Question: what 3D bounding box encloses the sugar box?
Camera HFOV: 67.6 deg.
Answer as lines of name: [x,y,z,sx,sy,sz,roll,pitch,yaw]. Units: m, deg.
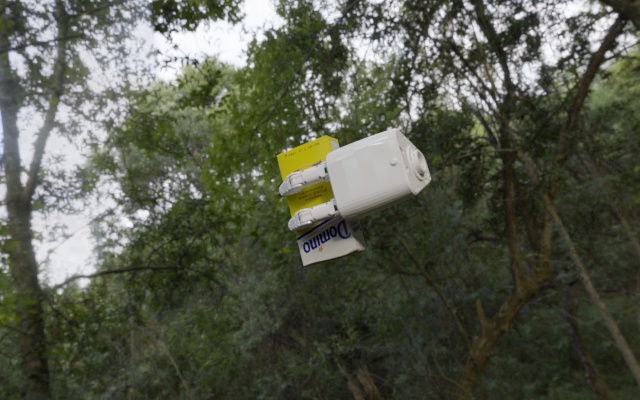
sugar box: [0.000,0.002,0.715,0.093,0.176,0.048,-20,-13,25]
